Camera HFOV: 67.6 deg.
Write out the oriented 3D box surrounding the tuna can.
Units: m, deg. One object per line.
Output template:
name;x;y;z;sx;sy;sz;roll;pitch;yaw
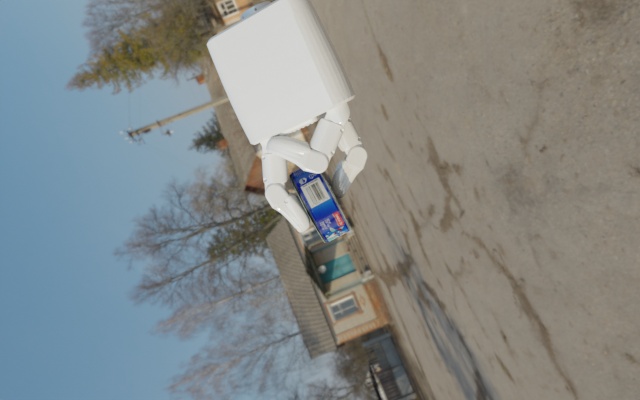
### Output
tuna can;0.000;0.002;0.515;0.034;0.086;0.086;-28;0;1
